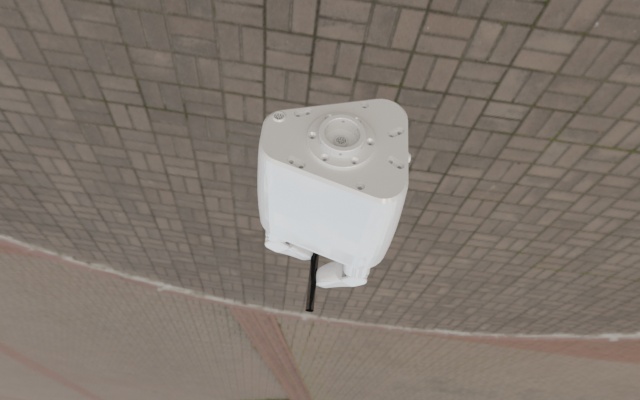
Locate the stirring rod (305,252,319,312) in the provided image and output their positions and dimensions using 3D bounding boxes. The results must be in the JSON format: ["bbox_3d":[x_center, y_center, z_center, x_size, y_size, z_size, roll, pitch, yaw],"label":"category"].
[{"bbox_3d":[0.000,0.002,0.514,0.011,0.239,0.011,4,-31,3],"label":"stirring rod"}]
